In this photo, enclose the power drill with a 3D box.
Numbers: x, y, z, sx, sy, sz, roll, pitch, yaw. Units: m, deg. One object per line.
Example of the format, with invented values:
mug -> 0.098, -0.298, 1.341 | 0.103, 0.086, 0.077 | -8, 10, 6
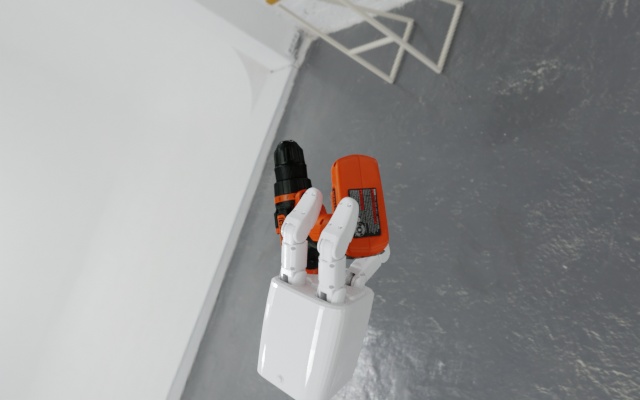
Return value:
power drill -> 0.000, 0.002, 0.564 | 0.057, 0.184, 0.187 | -7, -5, -27
